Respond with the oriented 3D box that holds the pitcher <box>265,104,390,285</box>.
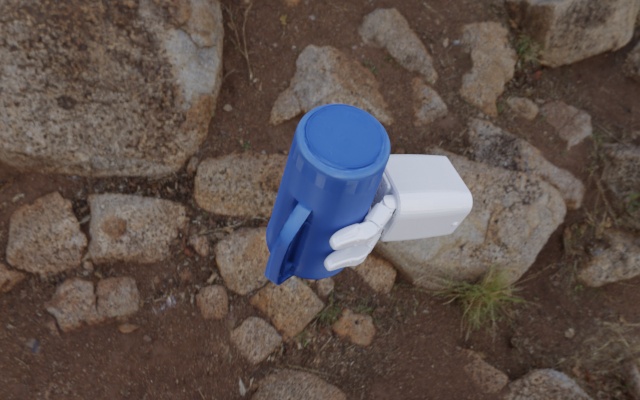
[{"bbox_3d":[0.000,0.002,0.611,0.145,0.149,0.243,-3,-32,-13],"label":"pitcher"}]
